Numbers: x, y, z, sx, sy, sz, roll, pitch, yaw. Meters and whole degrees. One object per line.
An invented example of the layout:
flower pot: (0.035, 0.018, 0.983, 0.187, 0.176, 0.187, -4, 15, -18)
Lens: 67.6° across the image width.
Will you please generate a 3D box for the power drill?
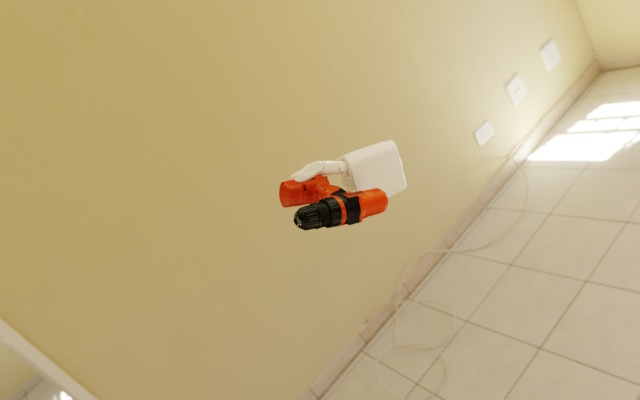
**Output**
power drill: (0.000, 0.003, 0.867, 0.184, 0.057, 0.187, -11, 19, -31)
